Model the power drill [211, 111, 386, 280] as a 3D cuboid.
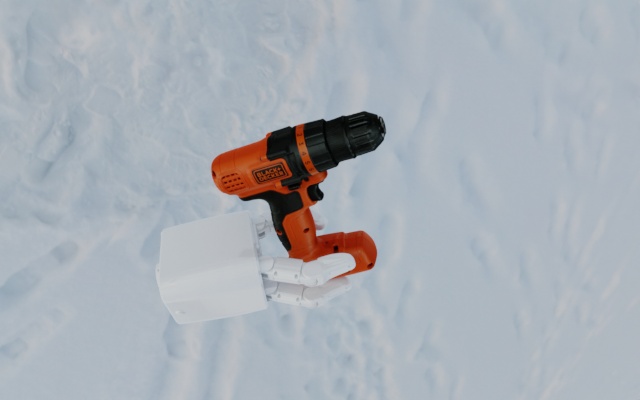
[{"bbox_3d":[0.000,0.002,0.519,0.184,0.188,0.057,-14,34,16],"label":"power drill"}]
